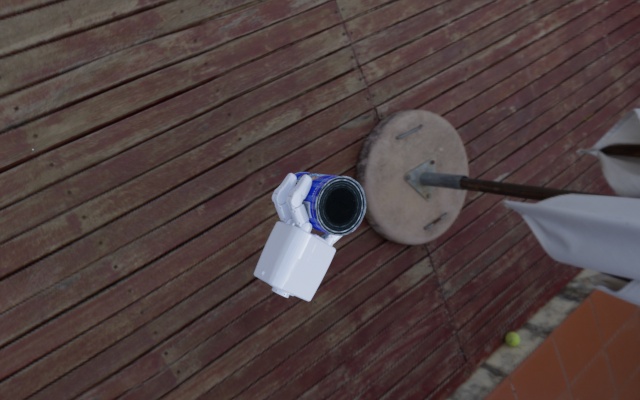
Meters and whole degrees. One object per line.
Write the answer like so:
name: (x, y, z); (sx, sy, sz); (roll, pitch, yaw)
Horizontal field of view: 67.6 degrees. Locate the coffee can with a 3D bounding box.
coffee can: (0.000, 0.003, 0.861); (0.103, 0.103, 0.140); (0, 5, -31)
